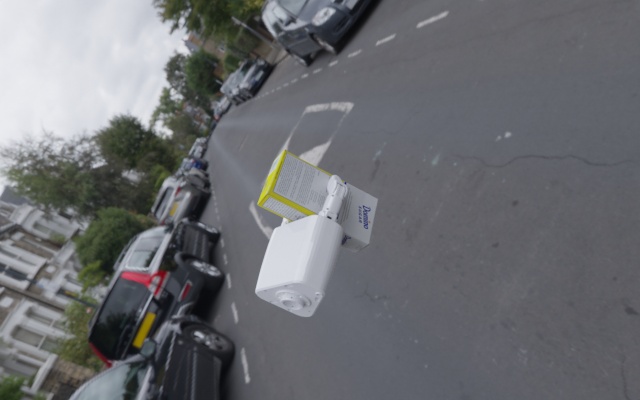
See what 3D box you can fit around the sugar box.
[{"bbox_3d":[0.000,0.003,0.739,0.176,0.093,0.048,29,-37,-17],"label":"sugar box"}]
